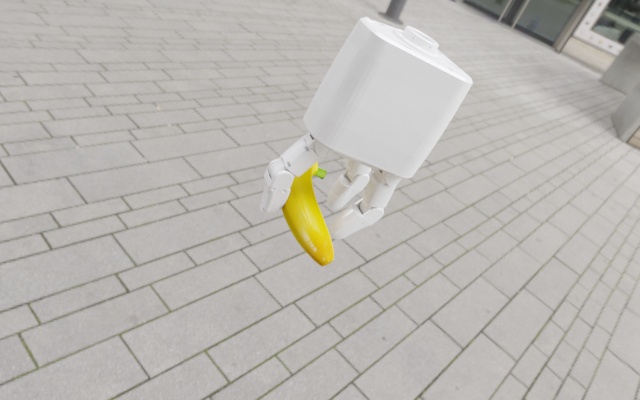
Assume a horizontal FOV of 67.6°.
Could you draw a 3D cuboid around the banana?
[{"bbox_3d":[-0.016,-0.009,0.512,0.069,0.037,0.197,30,26,-16],"label":"banana"}]
